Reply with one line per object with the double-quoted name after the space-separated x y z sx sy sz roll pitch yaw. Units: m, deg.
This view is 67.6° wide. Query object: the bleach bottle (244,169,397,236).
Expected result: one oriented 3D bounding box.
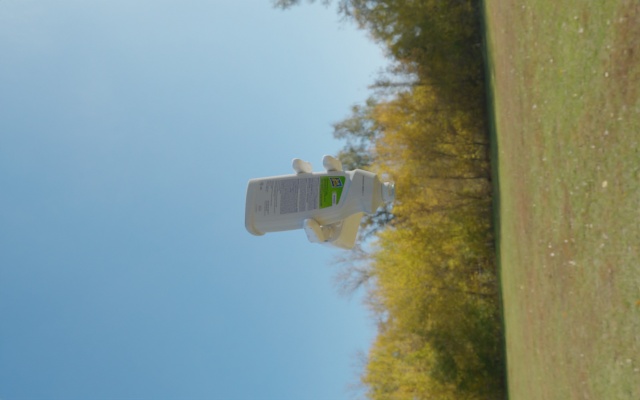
0.000 0.003 0.797 0.251 0.102 0.068 -4 -17 18 "bleach bottle"
